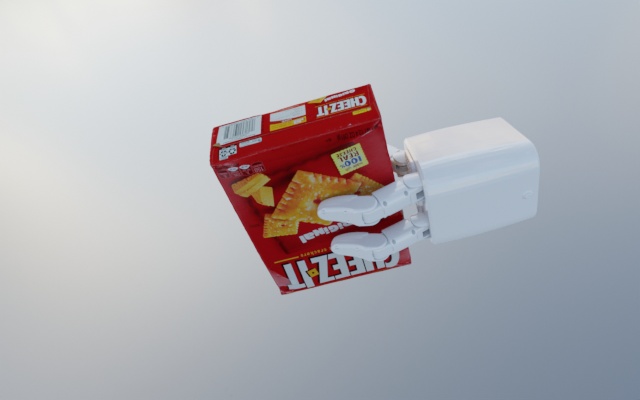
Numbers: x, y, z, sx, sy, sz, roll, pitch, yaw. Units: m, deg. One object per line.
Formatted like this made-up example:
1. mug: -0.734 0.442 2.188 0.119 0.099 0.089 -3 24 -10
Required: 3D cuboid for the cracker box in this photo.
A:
1. cracker box: 0.000 0.001 0.511 0.164 0.214 0.072 -14 42 7
